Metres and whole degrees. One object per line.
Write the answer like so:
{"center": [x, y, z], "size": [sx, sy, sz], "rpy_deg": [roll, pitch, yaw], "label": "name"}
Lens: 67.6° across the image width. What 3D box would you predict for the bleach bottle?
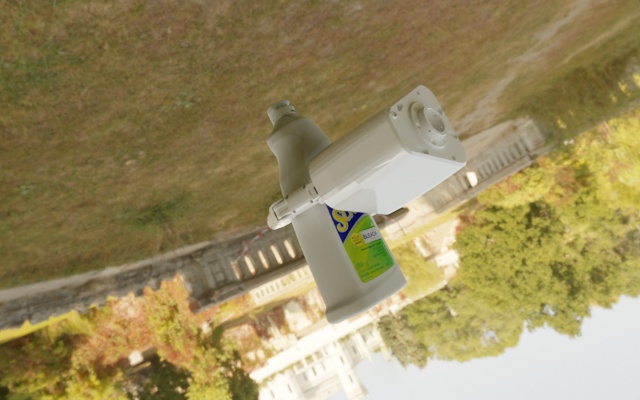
{"center": [0.000, 0.002, 0.536], "size": [0.102, 0.251, 0.068], "rpy_deg": [-17, -13, -48], "label": "bleach bottle"}
